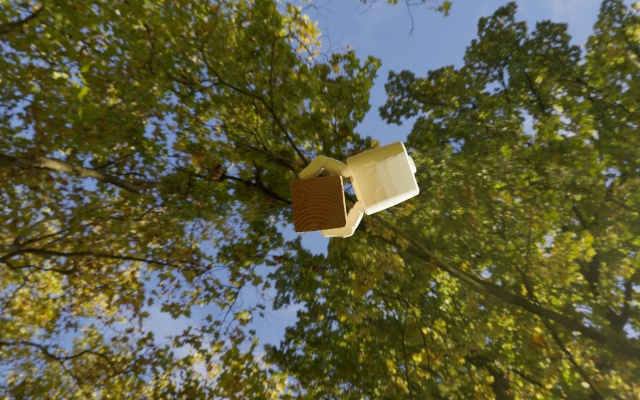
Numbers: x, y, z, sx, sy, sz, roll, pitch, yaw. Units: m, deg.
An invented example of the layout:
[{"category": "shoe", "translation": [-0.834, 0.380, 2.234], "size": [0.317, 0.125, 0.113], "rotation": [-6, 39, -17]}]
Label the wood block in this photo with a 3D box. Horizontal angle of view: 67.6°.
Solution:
[{"category": "wood block", "translation": [0.001, 0.003, 0.898], "size": [0.090, 0.091, 0.206], "rotation": [-7, 1, 3]}]
